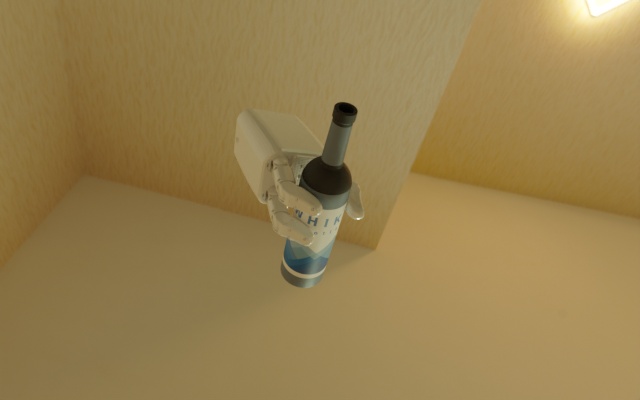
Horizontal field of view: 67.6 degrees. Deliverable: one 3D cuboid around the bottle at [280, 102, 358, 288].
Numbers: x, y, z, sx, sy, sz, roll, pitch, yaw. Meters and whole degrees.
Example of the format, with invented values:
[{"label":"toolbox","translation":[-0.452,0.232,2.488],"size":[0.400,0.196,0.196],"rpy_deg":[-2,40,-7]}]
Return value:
[{"label":"bottle","translation":[0.000,0.002,0.633],"size":[0.069,0.296,0.069],"rpy_deg":[8,43,-8]}]
